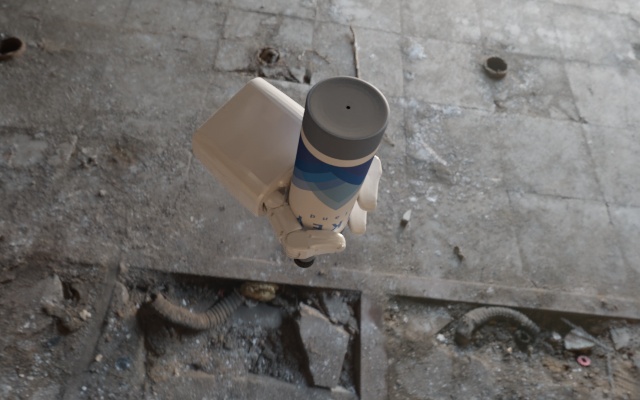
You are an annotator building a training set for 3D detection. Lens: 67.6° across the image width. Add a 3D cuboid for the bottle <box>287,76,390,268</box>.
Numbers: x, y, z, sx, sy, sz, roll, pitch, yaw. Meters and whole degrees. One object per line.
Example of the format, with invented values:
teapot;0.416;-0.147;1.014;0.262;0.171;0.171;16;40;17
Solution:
bottle;0.000;0.002;0.492;0.069;0.069;0.296;0;-30;-10
